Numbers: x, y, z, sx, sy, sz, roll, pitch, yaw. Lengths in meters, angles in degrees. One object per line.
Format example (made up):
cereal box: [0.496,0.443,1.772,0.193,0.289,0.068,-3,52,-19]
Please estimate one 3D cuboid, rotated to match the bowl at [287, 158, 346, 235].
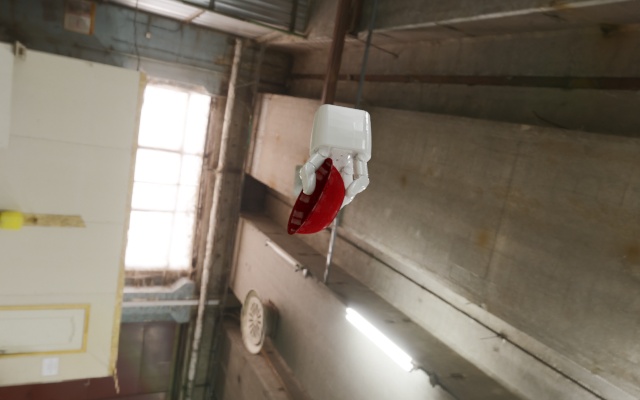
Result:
bowl: [0.000,0.004,0.894,0.055,0.162,0.162,29,-8,-14]
